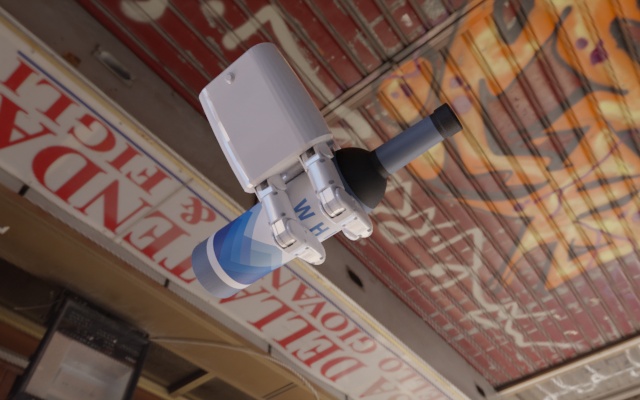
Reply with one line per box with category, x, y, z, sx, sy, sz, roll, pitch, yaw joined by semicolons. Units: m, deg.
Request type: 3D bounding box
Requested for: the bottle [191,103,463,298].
bottle;0.000;0.002;0.463;0.296;0.069;0.069;-33;-14;22
